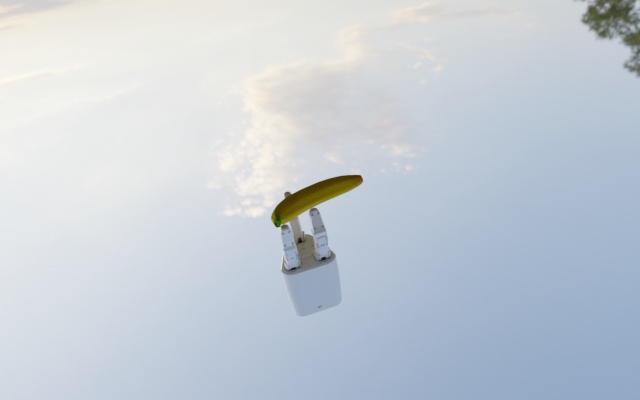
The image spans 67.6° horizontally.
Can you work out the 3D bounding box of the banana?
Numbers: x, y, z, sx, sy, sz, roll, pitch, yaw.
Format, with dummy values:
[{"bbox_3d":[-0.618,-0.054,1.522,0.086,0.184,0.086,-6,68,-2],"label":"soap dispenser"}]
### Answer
[{"bbox_3d":[-0.014,0.000,0.822,0.197,0.037,0.069,-30,32,-31],"label":"banana"}]
